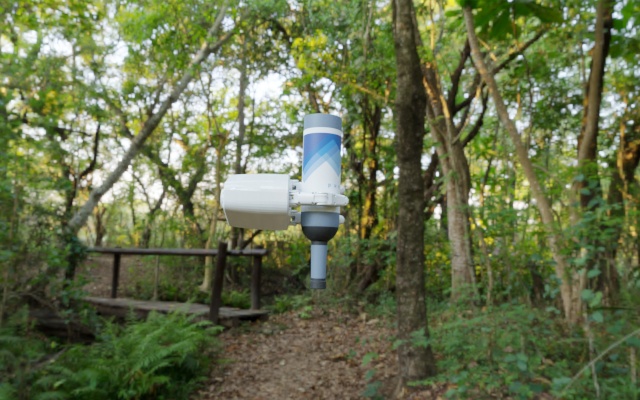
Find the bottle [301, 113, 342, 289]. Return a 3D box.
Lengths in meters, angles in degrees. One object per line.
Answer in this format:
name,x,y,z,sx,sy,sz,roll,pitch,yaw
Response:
bottle,0.000,0.002,0.822,0.069,0.295,0.069,2,-6,0
